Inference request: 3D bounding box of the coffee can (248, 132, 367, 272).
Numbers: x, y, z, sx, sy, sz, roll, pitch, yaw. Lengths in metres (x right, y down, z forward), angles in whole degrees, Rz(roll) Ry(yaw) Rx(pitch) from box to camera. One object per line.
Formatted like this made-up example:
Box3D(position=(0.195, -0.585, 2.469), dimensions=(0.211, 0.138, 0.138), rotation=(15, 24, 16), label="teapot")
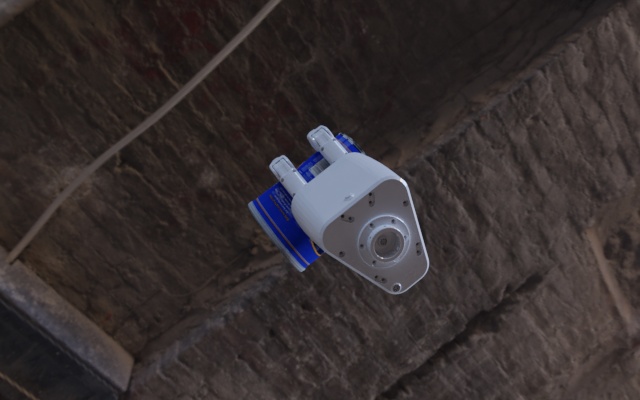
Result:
Box3D(position=(0.000, 0.002, 0.570), dimensions=(0.140, 0.103, 0.103), rotation=(-38, 2, -2), label="coffee can")
